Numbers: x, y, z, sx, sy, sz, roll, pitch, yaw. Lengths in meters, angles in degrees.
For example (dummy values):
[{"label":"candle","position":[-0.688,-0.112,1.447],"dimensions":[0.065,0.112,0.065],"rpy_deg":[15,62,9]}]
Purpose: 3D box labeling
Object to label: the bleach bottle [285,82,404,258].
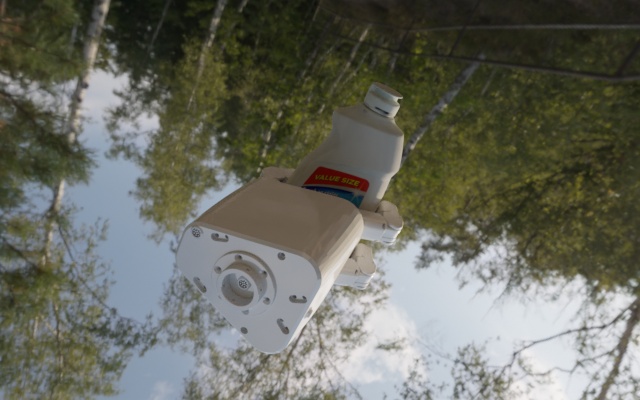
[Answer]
[{"label":"bleach bottle","position":[0.000,0.002,0.466],"dimensions":[0.102,0.251,0.068],"rpy_deg":[30,25,8]}]
